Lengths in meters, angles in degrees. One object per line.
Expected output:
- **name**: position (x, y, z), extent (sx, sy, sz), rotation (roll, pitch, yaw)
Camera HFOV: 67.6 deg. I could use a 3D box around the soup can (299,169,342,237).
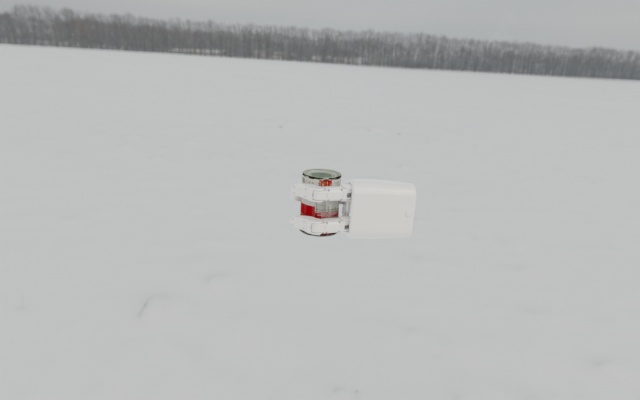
- **soup can**: position (0.000, 0.002, 0.811), extent (0.068, 0.102, 0.068), rotation (3, 17, -1)
